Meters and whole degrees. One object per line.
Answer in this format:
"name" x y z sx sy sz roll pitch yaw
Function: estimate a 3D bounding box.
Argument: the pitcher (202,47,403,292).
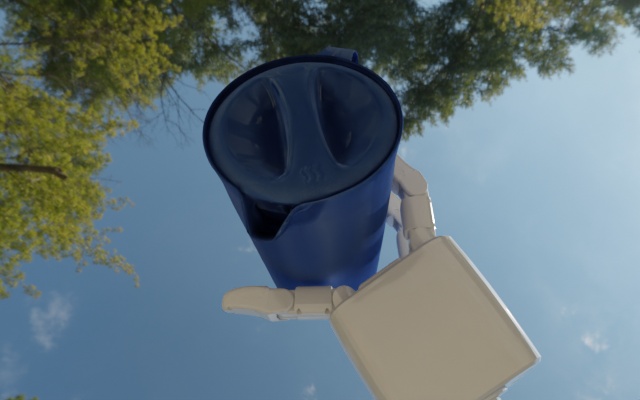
"pitcher" 0.000 0.002 0.415 0.149 0.145 0.243 -27 -32 -12
